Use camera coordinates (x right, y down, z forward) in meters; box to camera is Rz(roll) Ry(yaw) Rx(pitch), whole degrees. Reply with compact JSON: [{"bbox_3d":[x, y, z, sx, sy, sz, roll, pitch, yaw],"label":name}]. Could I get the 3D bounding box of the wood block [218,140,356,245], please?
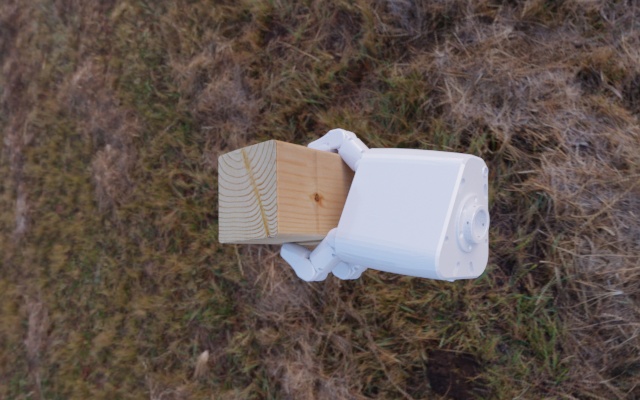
[{"bbox_3d":[0.000,0.001,0.522,0.090,0.091,0.206,-9,-11,42],"label":"wood block"}]
